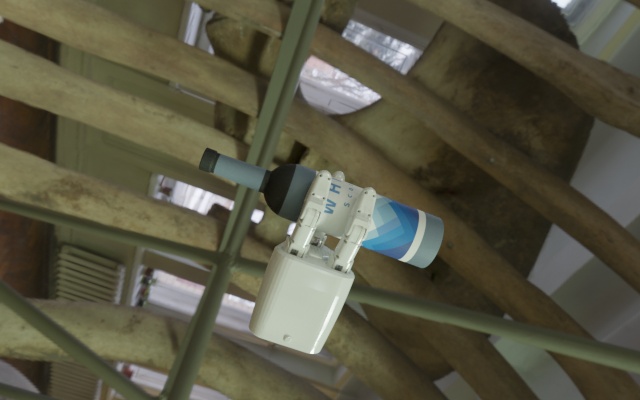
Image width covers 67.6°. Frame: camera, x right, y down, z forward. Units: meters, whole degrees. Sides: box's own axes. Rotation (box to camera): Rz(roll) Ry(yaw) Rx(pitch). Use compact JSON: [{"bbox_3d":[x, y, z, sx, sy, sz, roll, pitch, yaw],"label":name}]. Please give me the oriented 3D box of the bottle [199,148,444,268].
[{"bbox_3d":[0.000,0.002,0.574,0.296,0.069,0.069,20,-3,-8],"label":"bottle"}]
